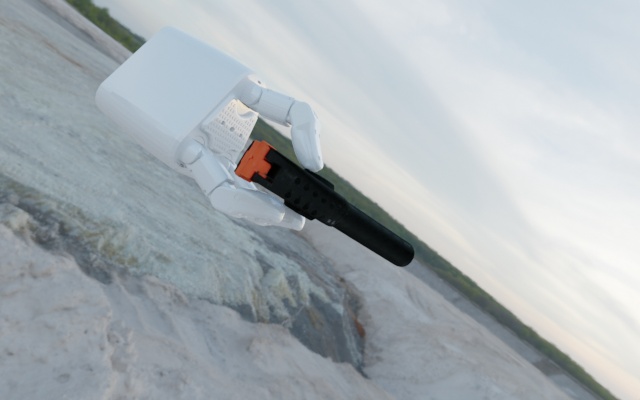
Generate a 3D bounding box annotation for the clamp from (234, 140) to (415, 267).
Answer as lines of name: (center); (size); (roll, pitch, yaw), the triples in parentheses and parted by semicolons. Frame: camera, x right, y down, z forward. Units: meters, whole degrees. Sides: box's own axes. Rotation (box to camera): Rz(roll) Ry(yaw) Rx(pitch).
clamp: (0.000, 0.000, 0.400); (0.164, 0.036, 0.210); (31, -1, 18)
